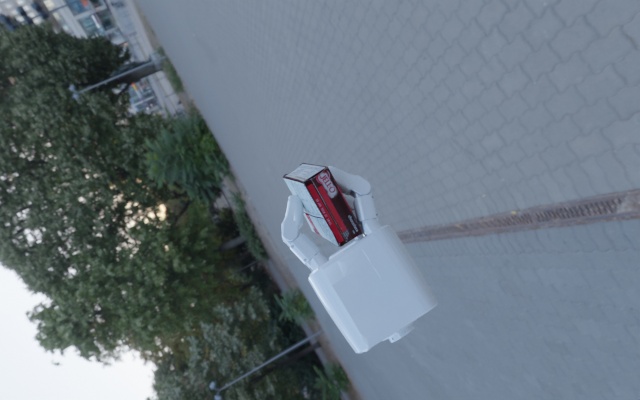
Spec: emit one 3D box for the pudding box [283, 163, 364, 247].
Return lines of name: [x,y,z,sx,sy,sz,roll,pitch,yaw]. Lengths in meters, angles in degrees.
pudding box: [0.000,0.002,0.585,0.039,0.090,0.113,-32,15,-13]
